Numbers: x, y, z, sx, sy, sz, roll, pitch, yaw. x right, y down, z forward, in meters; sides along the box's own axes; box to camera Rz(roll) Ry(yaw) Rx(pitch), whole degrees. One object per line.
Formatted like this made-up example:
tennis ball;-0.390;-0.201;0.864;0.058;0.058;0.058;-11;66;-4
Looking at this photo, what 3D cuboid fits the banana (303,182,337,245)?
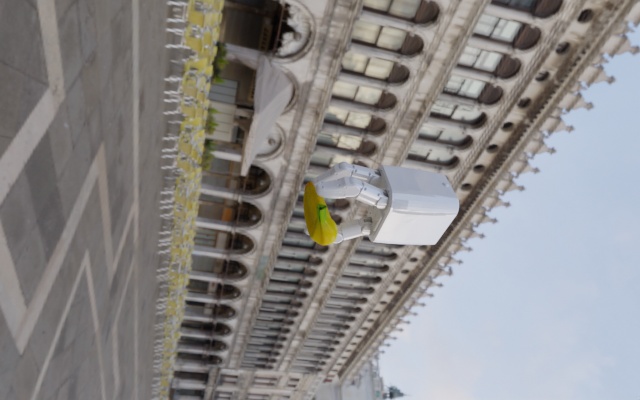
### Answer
banana;-0.001;0.021;0.682;0.037;0.069;0.197;2;10;-8
